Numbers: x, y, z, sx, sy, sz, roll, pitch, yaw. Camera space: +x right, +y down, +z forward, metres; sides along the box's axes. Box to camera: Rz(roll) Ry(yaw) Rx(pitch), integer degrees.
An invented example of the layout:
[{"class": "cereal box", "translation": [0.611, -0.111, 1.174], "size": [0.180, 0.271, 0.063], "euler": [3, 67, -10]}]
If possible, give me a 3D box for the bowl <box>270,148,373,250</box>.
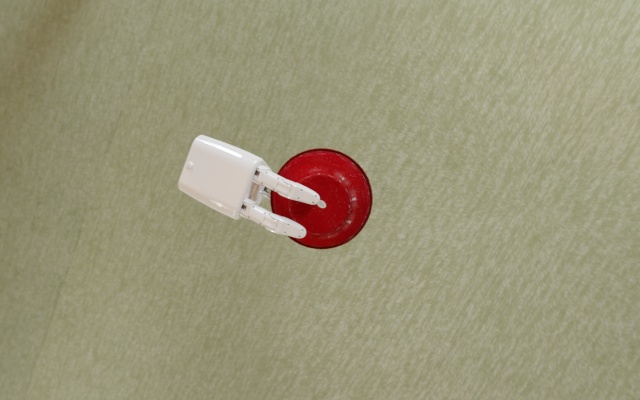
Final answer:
[{"class": "bowl", "translation": [0.001, 0.003, 0.726], "size": [0.162, 0.162, 0.055], "euler": [0, 9, 2]}]
